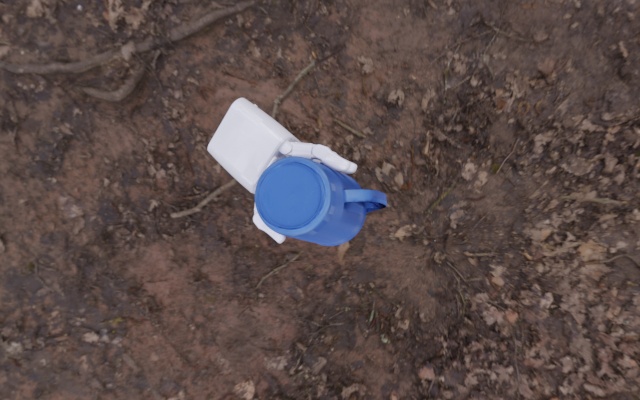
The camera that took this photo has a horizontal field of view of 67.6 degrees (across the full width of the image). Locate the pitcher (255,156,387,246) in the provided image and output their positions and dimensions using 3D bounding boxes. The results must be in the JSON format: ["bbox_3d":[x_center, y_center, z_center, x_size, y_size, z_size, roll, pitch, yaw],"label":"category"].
[{"bbox_3d":[0.000,0.002,0.741,0.145,0.149,0.243,42,5,14],"label":"pitcher"}]
